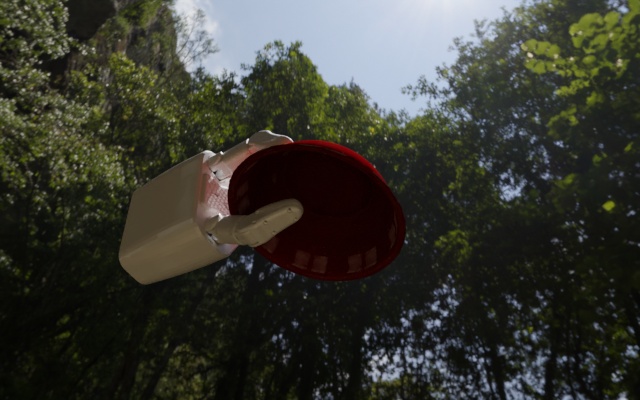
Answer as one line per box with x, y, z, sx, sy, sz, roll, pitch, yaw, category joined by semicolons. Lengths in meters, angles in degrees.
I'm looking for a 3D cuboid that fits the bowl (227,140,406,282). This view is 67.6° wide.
0.001;0.001;0.437;0.162;0.162;0.055;0;41;20;bowl
